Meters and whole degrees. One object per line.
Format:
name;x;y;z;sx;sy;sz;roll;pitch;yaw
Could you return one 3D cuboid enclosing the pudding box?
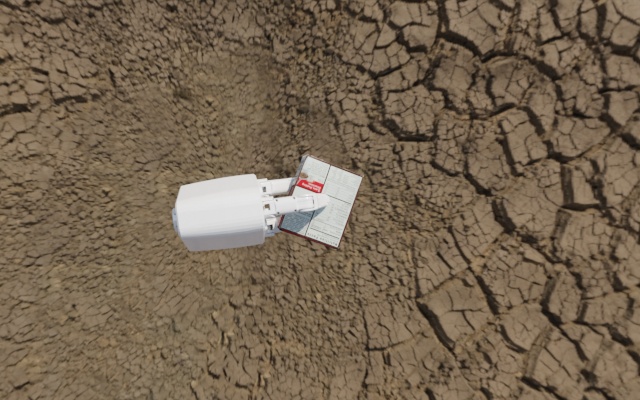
pudding box;0.000;0.002;0.673;0.090;0.113;0.039;21;-3;-9
